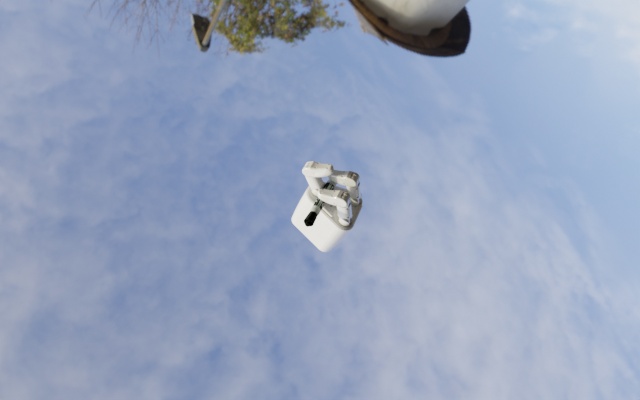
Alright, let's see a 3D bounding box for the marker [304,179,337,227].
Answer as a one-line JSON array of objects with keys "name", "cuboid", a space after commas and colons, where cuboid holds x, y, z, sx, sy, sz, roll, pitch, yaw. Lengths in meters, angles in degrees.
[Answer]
[{"name": "marker", "cuboid": [0.000, 0.003, 0.877, 0.020, 0.020, 0.121, 0, 43, 32]}]
